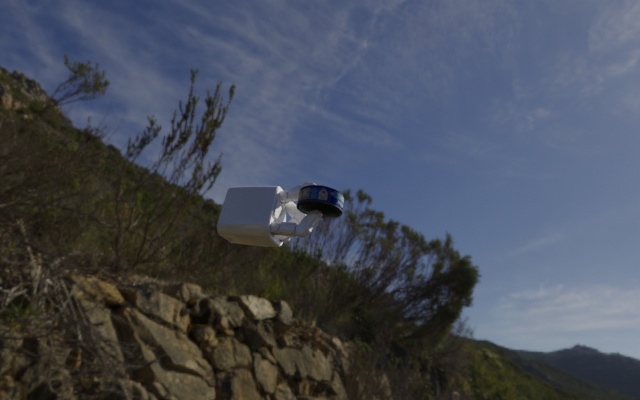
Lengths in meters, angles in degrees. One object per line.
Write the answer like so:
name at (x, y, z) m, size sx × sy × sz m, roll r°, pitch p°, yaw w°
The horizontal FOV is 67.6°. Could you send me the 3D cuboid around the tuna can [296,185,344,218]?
tuna can at (0.000, 0.002, 0.881) m, size 0.086 × 0.033 × 0.086 m, roll 8°, pitch -20°, yaw 3°
